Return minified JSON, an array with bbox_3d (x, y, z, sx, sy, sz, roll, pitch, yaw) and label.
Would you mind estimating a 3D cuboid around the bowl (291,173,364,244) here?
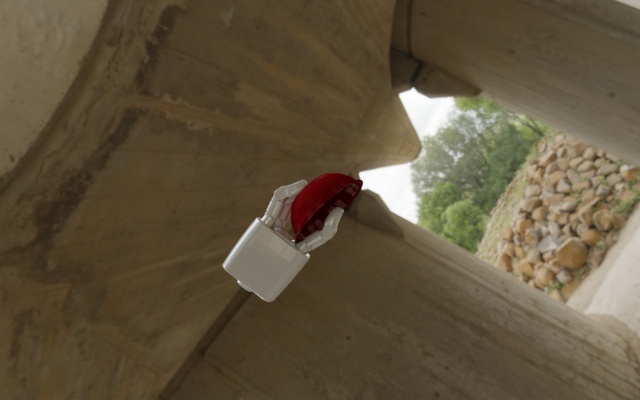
[{"bbox_3d":[0.001,0.002,0.846,0.162,0.055,0.162,-39,-14,-12],"label":"bowl"}]
